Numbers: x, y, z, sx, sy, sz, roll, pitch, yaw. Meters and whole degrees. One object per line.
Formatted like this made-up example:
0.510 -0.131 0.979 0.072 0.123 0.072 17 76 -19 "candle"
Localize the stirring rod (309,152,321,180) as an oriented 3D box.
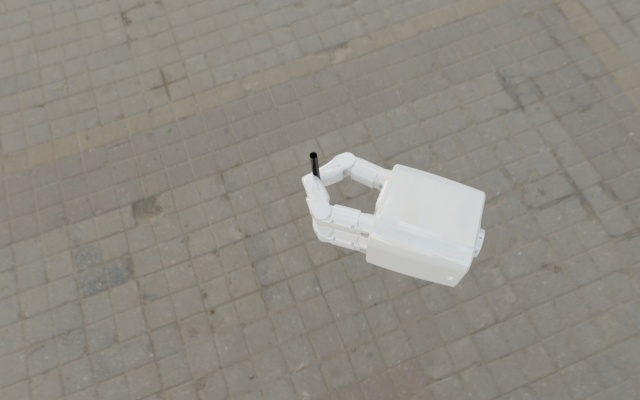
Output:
0.000 0.002 0.602 0.011 0.011 0.240 0 -24 4 "stirring rod"
